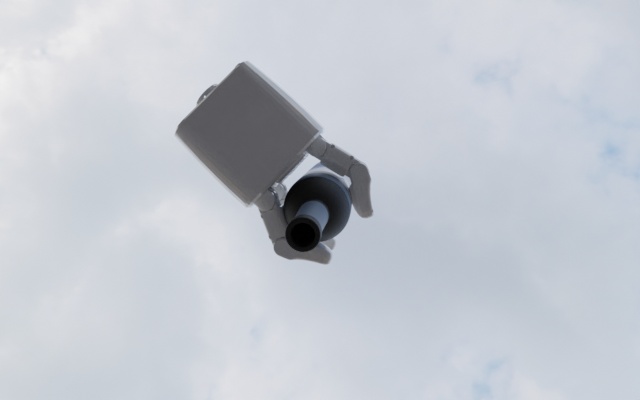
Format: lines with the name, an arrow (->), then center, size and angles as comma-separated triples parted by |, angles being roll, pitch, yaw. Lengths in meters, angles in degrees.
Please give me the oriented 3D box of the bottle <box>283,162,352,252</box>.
bottle -> 0.000, 0.002, 0.505 | 0.069, 0.069, 0.295 | 0, 10, 5
